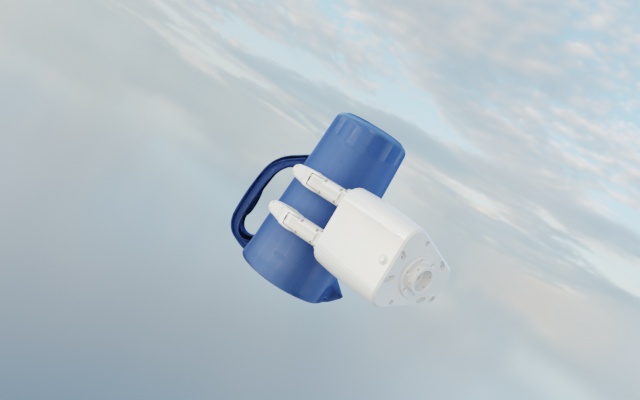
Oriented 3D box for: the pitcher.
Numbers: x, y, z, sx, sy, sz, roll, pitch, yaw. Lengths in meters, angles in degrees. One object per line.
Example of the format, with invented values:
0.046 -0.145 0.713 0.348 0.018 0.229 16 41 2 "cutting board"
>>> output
0.000 0.002 0.652 0.149 0.243 0.145 29 5 -38 "pitcher"
